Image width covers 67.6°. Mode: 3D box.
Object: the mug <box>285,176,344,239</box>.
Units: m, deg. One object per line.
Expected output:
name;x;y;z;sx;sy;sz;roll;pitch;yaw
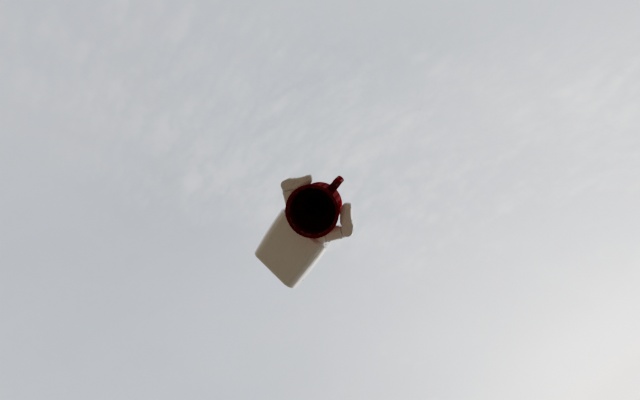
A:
mug;0.001;0.002;0.833;0.093;0.117;0.081;38;15;3
